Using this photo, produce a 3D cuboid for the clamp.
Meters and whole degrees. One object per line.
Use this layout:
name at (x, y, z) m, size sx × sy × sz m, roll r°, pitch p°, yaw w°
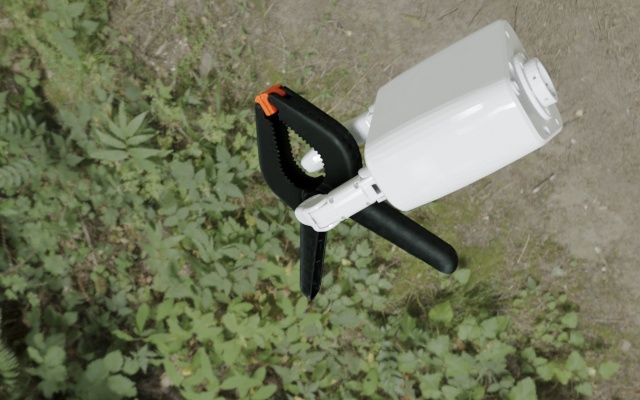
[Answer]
clamp at (0.000, 0.001, 0.422) m, size 0.164 × 0.210 × 0.036 m, roll -27°, pitch 15°, yaw 36°
